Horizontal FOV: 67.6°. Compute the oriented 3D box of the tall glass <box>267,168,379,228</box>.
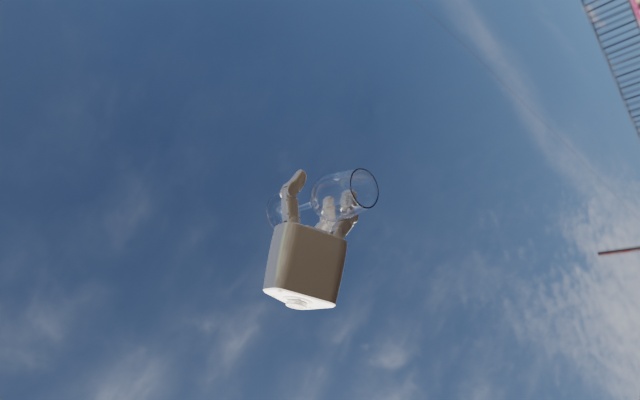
[{"bbox_3d":[0.000,0.003,0.778,0.079,0.079,0.201,0,-12,-42],"label":"tall glass"}]
